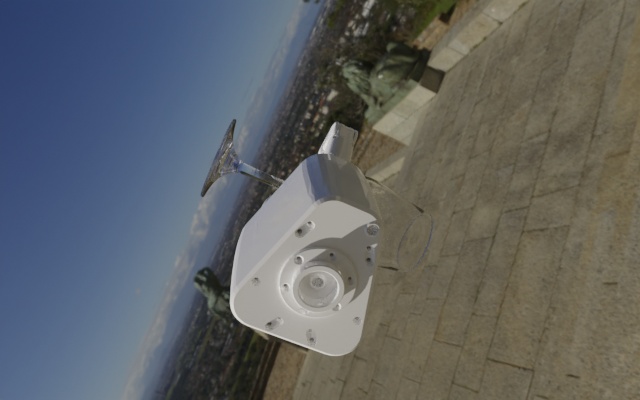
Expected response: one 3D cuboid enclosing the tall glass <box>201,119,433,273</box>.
[{"bbox_3d":[-0.001,0.001,0.435,0.201,0.079,0.079,23,-5,-10],"label":"tall glass"}]
